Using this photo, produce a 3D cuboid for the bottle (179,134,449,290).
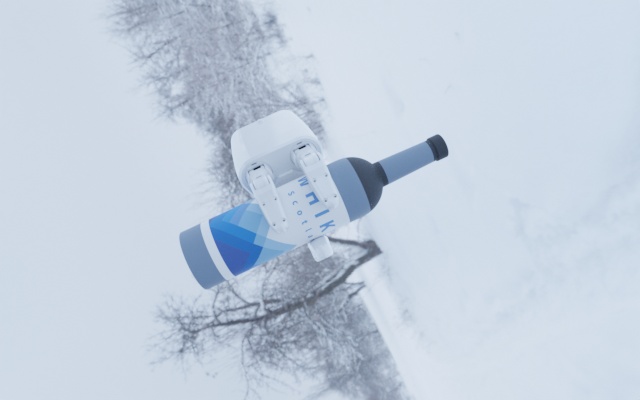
[{"bbox_3d":[0.000,0.002,0.511,0.295,0.069,0.069,-25,2,-4],"label":"bottle"}]
